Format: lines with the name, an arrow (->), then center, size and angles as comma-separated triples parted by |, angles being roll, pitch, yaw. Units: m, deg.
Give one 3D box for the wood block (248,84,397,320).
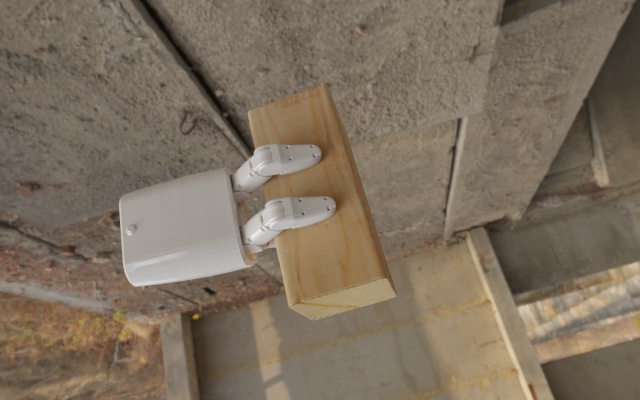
wood block -> 0.000, 0.002, 0.478 | 0.090, 0.206, 0.091 | -18, -24, 7
